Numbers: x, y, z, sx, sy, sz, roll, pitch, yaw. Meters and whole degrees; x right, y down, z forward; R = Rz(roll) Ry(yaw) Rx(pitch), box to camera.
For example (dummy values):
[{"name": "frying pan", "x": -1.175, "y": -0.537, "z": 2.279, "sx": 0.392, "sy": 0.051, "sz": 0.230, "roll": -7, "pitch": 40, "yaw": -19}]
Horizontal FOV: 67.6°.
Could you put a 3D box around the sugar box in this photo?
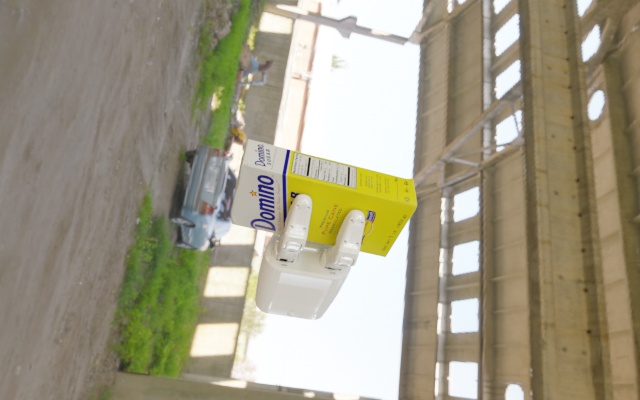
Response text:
[{"name": "sugar box", "x": 0.000, "y": 0.002, "z": 0.495, "sx": 0.176, "sy": 0.048, "sz": 0.093, "roll": 11, "pitch": -44, "yaw": -9}]
